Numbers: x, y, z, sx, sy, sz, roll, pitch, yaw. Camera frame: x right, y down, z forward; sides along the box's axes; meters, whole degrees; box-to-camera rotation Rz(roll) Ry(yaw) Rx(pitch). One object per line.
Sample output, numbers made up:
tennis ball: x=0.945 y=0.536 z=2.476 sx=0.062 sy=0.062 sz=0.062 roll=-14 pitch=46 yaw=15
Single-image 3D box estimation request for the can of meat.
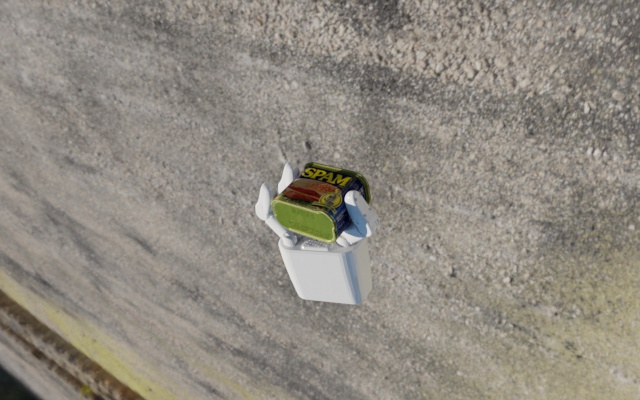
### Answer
can of meat: x=0.000 y=0.002 z=0.616 sx=0.102 sy=0.057 sz=0.084 roll=15 pitch=46 yaw=31
